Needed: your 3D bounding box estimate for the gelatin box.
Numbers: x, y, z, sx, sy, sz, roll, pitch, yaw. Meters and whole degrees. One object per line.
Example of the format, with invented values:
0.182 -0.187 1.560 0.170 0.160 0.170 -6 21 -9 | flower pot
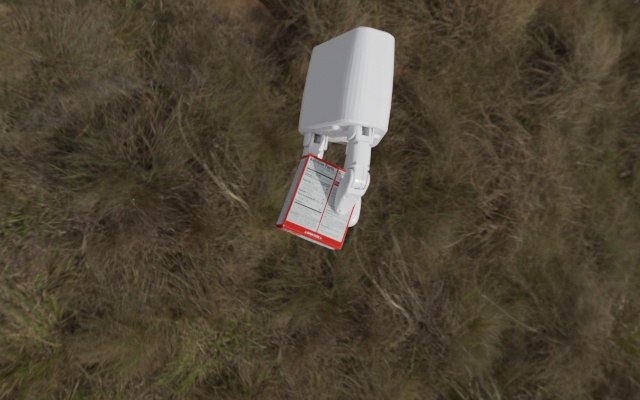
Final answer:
0.000 0.002 0.537 0.073 0.089 0.030 23 -12 -19 | gelatin box
